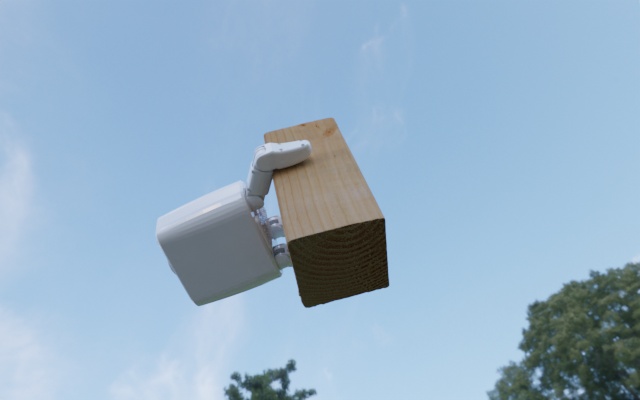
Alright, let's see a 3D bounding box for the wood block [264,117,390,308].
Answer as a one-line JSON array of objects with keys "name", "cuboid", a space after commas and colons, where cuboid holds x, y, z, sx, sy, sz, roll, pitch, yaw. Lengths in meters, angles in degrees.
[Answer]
[{"name": "wood block", "cuboid": [0.000, 0.001, 0.518, 0.090, 0.091, 0.206, -14, 37, -4]}]
